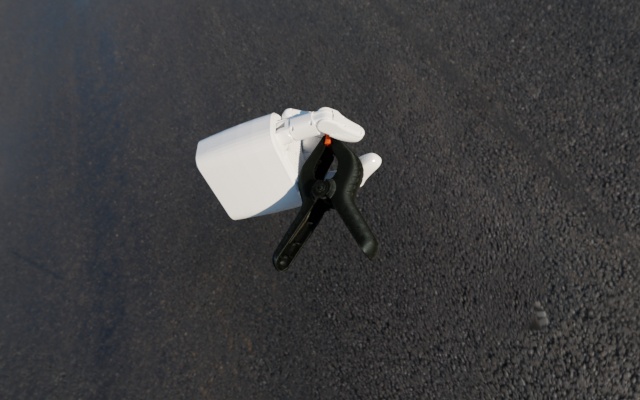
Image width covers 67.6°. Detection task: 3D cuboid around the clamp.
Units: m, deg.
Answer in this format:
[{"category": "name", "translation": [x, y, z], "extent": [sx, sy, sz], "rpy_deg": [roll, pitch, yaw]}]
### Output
[{"category": "clamp", "translation": [0.000, 0.001, 0.530], "extent": [0.120, 0.171, 0.039], "rpy_deg": [-15, -38, 17]}]
